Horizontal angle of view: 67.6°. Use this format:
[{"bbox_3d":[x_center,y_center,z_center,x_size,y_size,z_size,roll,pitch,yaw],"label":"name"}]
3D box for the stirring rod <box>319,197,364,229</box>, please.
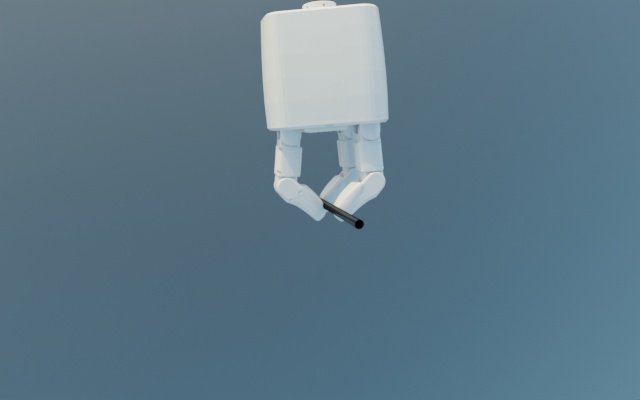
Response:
[{"bbox_3d":[0.000,0.002,0.499,0.011,0.011,0.239,0,8,-15],"label":"stirring rod"}]
